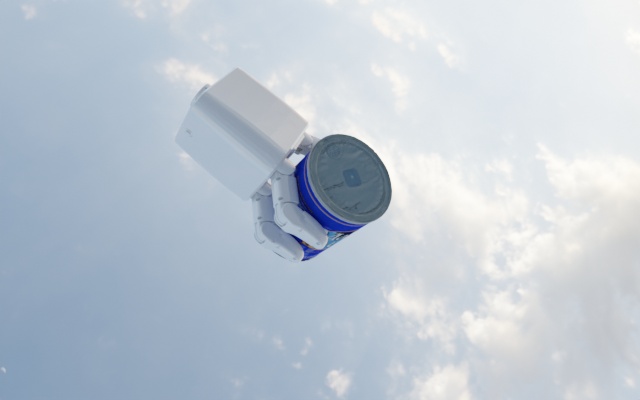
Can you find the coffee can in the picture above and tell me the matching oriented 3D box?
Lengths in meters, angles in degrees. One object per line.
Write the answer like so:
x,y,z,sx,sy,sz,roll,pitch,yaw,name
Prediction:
0.000,0.002,0.552,0.103,0.102,0.140,0,-23,-32,coffee can
